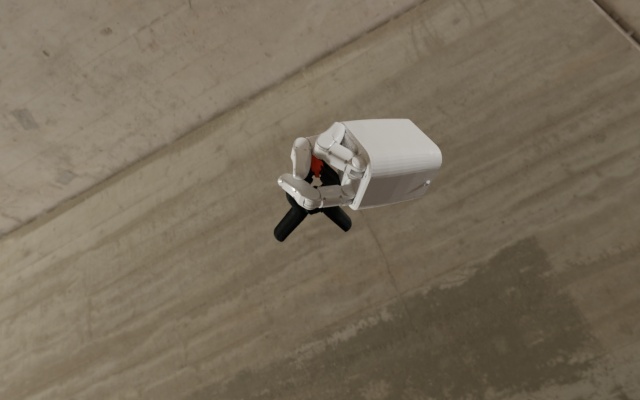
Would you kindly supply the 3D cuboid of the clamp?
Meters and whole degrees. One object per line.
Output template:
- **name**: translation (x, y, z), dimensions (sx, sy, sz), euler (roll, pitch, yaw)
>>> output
- **clamp**: translation (0.000, 0.002, 0.684), dimensions (0.120, 0.039, 0.172), euler (-8, -34, -19)
